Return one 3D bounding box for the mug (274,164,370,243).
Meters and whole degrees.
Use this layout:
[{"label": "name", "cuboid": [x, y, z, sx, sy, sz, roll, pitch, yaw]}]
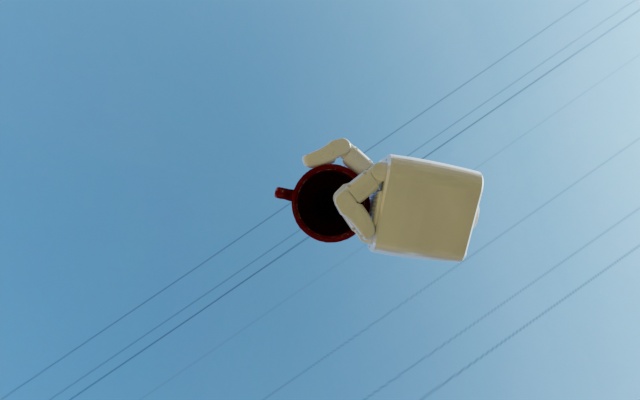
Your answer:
[{"label": "mug", "cuboid": [-0.001, 0.002, 0.602, 0.117, 0.093, 0.081, 9, -1, 0]}]
